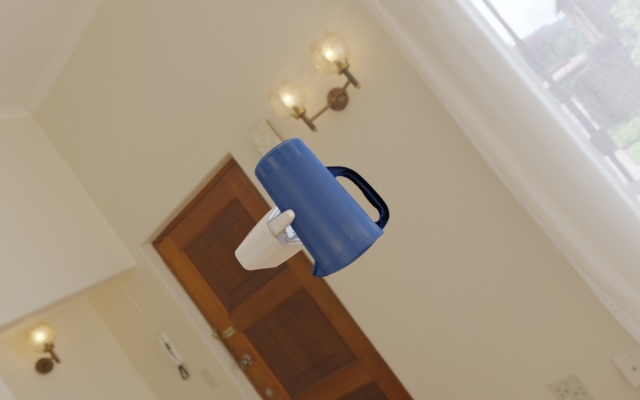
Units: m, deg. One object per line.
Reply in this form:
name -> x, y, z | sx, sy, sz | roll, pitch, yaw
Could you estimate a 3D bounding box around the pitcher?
pitcher -> 0.000, 0.003, 0.867 | 0.145, 0.243, 0.149 | -41, -6, 30
